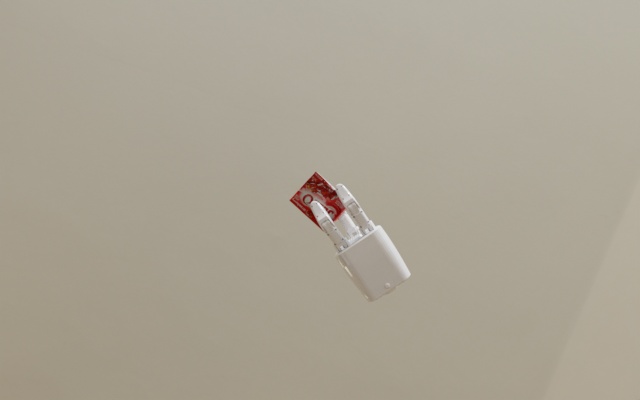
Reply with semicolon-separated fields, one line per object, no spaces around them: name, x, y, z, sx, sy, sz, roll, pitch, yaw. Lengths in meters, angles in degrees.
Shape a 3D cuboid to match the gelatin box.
gelatin box;0.000;0.003;0.877;0.089;0.073;0.030;43;2;7
